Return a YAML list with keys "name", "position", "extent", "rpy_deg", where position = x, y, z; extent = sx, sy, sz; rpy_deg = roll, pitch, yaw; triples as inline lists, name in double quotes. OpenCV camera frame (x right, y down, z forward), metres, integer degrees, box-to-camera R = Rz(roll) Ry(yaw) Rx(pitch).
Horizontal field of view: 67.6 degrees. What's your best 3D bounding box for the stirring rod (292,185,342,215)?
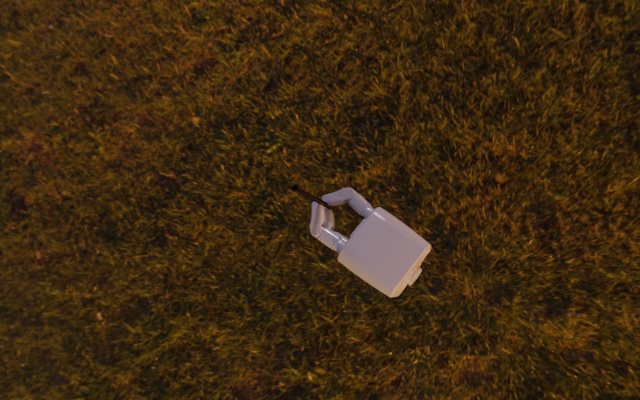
- name: "stirring rod"
  position: [0.000, 0.003, 0.786]
  extent: [0.011, 0.011, 0.239]
  rpy_deg: [0, -10, 18]
